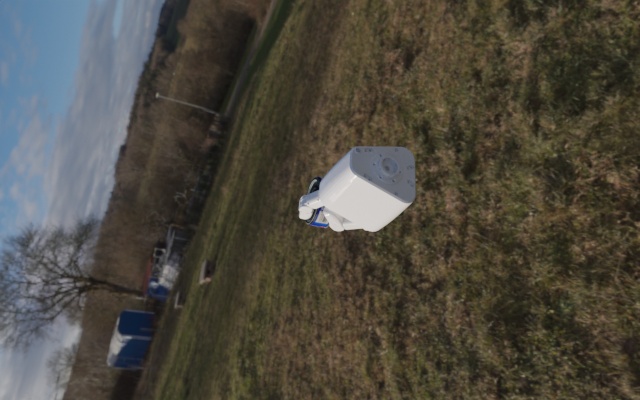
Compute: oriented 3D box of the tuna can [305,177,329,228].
[{"bbox_3d":[0.000,0.003,0.821,0.034,0.086,0.086,10,-3,-17],"label":"tuna can"}]
